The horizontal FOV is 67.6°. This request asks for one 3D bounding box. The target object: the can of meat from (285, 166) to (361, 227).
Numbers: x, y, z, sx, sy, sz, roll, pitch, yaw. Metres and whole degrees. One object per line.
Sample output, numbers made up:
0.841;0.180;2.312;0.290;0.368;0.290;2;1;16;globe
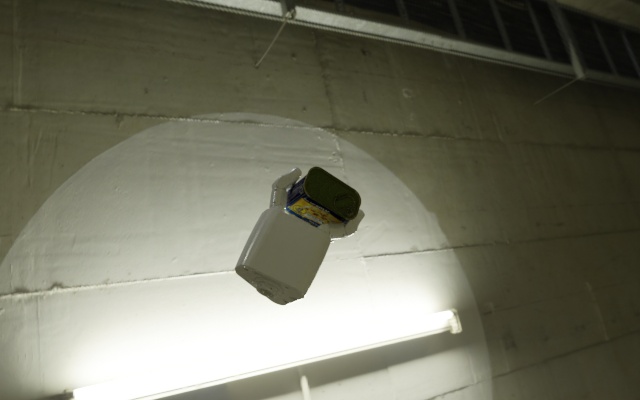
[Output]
0.000;0.003;0.775;0.102;0.057;0.084;31;-33;-17;can of meat
